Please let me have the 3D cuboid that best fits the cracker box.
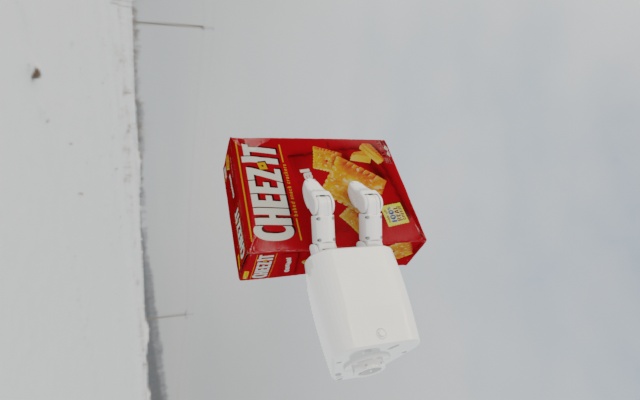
[{"bbox_3d":[0.000,0.002,0.583,0.214,0.164,0.072,-2,-35,-20],"label":"cracker box"}]
